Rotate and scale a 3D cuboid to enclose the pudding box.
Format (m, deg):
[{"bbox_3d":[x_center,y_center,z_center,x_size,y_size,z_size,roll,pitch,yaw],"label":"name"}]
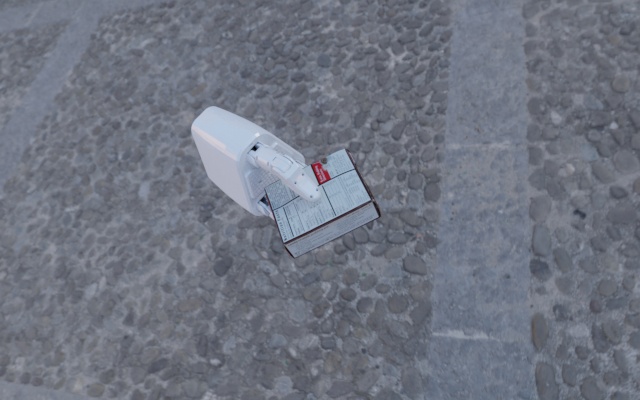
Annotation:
[{"bbox_3d":[0.000,0.002,0.544,0.113,0.090,0.039,-27,-37,5],"label":"pudding box"}]
